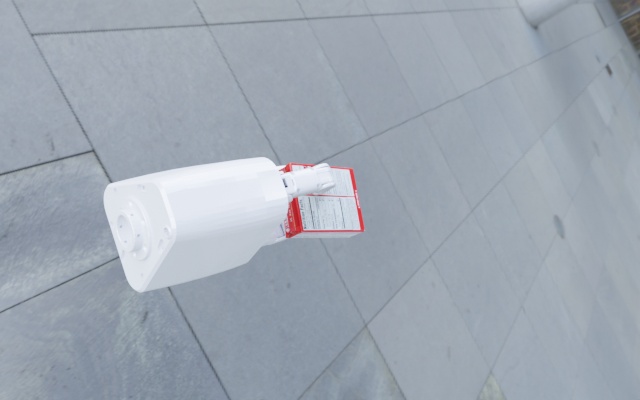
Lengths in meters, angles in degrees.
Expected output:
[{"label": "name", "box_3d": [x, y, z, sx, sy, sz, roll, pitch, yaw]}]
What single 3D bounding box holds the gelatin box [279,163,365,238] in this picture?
[{"label": "gelatin box", "box_3d": [0.001, 0.002, 0.502, 0.089, 0.073, 0.030, 2, -19, -38]}]
